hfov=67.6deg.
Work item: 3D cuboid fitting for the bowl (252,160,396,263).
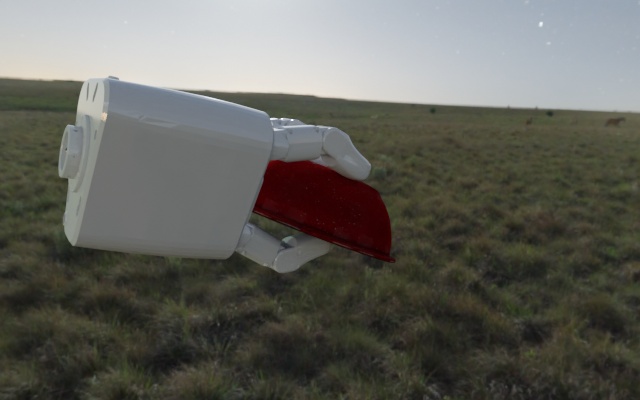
[{"bbox_3d":[0.001,0.001,0.428,0.162,0.055,0.162,21,-1,1],"label":"bowl"}]
